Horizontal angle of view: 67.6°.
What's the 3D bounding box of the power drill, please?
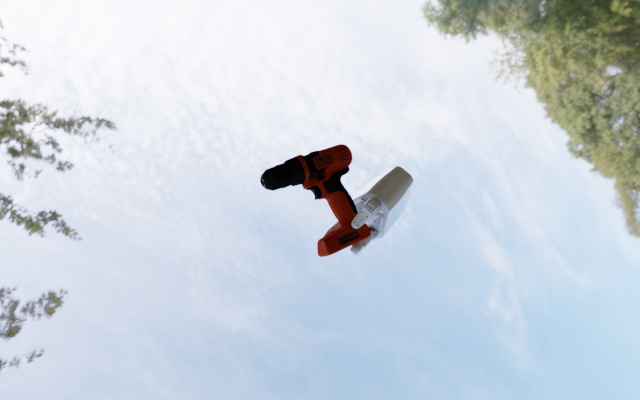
[{"bbox_3d":[0.001,0.003,0.865,0.184,0.187,0.057,-21,1,-23],"label":"power drill"}]
